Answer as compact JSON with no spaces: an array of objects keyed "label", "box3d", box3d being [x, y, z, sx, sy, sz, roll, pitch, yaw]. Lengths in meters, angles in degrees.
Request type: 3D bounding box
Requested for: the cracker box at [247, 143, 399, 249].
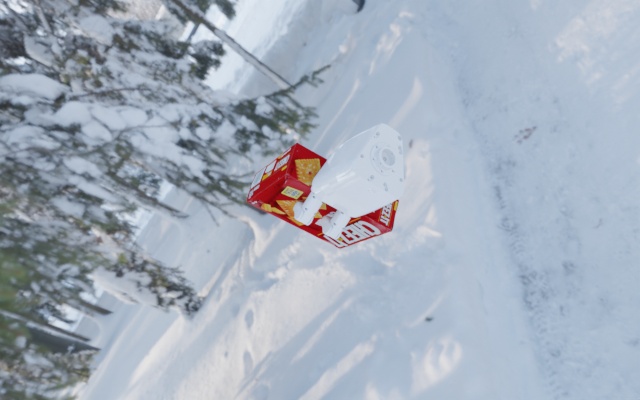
[{"label":"cracker box","box3d":[0.000,0.002,0.833,0.214,0.072,0.164,29,-29,-22]}]
